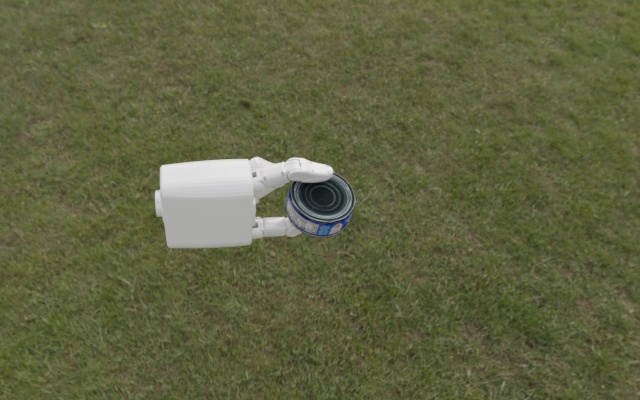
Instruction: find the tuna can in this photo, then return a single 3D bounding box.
[{"bbox_3d":[0.000,0.002,0.601,0.086,0.086,0.034,0,-36,-15],"label":"tuna can"}]
